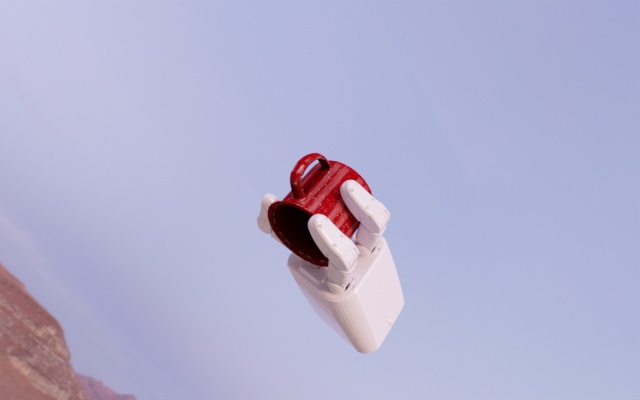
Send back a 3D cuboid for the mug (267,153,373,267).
[{"bbox_3d":[0.000,0.000,0.508,0.093,0.117,0.081,11,47,37],"label":"mug"}]
